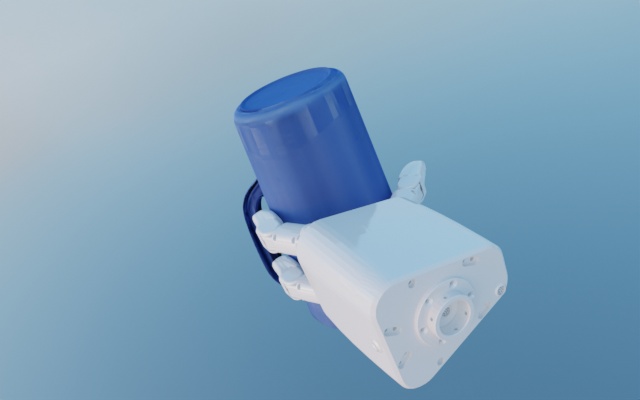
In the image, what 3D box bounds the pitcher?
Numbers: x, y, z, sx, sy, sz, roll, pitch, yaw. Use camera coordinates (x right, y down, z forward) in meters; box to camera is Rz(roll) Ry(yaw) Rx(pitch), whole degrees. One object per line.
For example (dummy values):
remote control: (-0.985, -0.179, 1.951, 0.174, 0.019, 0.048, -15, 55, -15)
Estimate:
pitcher: (0.000, 0.002, 0.482, 0.149, 0.243, 0.145, -30, 28, -14)
